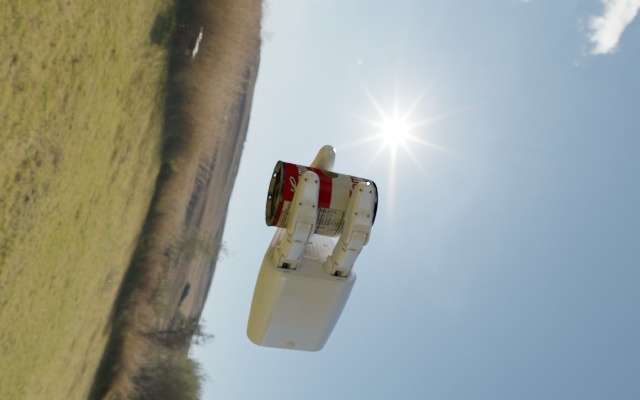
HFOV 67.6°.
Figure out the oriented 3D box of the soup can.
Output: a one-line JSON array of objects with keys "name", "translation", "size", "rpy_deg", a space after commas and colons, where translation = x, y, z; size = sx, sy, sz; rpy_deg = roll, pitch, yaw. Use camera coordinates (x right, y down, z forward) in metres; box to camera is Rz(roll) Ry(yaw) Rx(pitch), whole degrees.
[{"name": "soup can", "translation": [0.000, 0.001, 0.492], "size": [0.102, 0.068, 0.068], "rpy_deg": [11, -3, -15]}]
